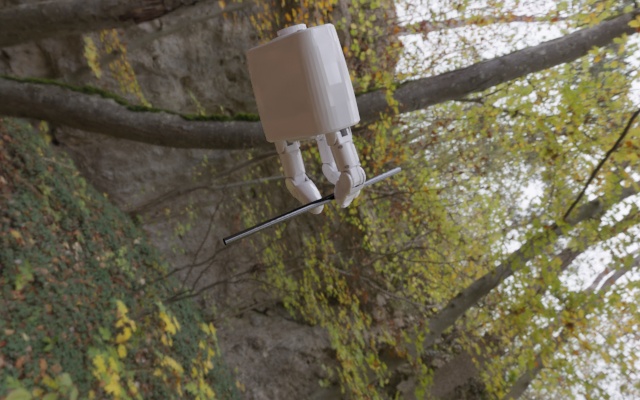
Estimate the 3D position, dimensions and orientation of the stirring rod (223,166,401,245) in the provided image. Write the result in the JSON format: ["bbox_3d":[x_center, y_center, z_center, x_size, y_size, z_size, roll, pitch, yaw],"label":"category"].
[{"bbox_3d":[0.000,0.002,0.546,0.239,0.011,0.011,-22,11,-27],"label":"stirring rod"}]
